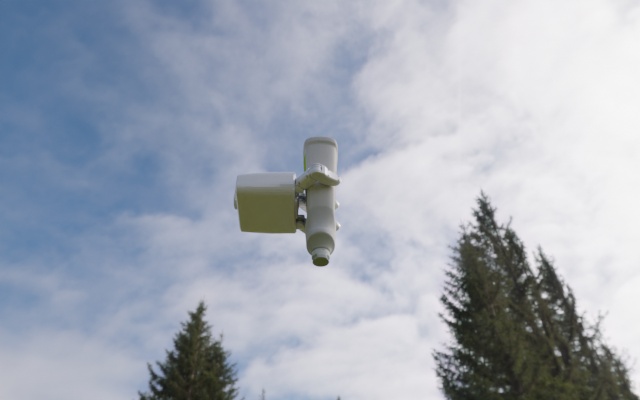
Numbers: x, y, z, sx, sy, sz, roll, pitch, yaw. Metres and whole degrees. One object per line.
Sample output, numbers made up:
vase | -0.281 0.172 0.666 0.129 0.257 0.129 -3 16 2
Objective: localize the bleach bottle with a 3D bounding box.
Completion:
bleach bottle | 0.000 0.003 0.870 0.068 0.250 0.103 0 -41 0
